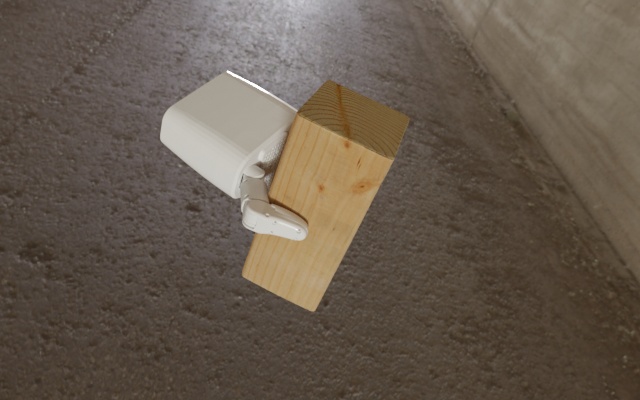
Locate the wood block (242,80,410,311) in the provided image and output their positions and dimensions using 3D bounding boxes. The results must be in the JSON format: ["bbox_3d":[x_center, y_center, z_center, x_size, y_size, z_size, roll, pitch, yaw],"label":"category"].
[{"bbox_3d":[0.000,0.001,0.479,0.090,0.206,0.090,26,37,4],"label":"wood block"}]
